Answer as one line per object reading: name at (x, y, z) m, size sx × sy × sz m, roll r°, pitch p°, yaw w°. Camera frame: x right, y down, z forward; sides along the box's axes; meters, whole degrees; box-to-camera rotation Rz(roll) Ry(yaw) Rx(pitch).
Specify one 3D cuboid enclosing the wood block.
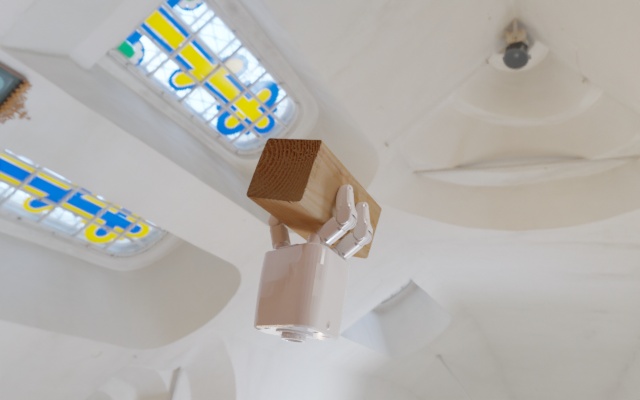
wood block at (0.000, 0.003, 0.683) m, size 0.091 × 0.090 × 0.206 m, roll 6°, pitch -22°, yaw 33°
